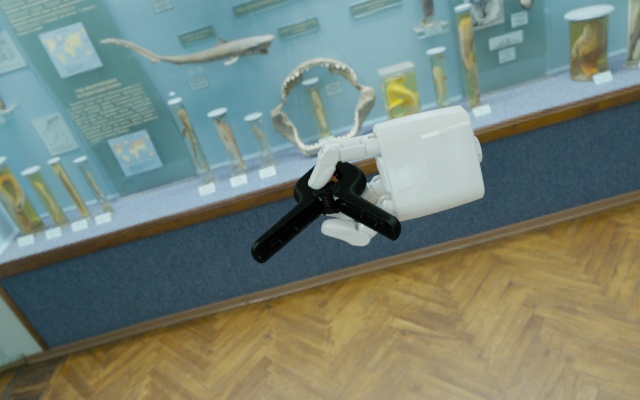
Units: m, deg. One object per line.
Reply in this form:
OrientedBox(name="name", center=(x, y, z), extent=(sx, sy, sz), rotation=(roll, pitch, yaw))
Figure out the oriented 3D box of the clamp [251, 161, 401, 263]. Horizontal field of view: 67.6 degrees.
OrientedBox(name="clamp", center=(0.000, 0.001, 0.585), extent=(0.164, 0.036, 0.209), rotation=(-13, 29, 4))
